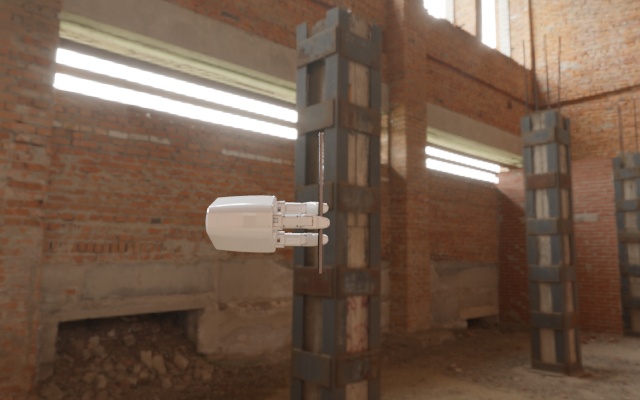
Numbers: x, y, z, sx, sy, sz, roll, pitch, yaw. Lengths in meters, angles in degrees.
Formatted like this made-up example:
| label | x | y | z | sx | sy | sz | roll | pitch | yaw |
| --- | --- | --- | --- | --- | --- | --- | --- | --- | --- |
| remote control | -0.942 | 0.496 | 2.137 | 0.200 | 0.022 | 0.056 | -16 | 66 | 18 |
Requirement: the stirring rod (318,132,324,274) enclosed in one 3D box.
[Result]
| label | x | y | z | sx | sy | sz | roll | pitch | yaw |
| --- | --- | --- | --- | --- | --- | --- | --- | --- | --- |
| stirring rod | 0.000 | 0.003 | 0.813 | 0.011 | 0.239 | 0.011 | 1 | -6 | 0 |
